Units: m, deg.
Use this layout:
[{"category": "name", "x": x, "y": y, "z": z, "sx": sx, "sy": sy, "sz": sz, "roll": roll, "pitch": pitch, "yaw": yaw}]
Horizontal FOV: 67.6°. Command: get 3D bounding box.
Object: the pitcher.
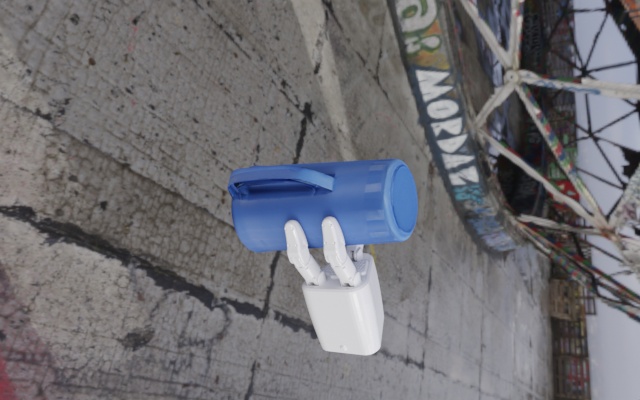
[{"category": "pitcher", "x": 0.000, "y": 0.002, "z": 0.664, "sx": 0.243, "sy": 0.145, "sz": 0.149, "roll": -4, "pitch": 17, "yaw": 30}]
